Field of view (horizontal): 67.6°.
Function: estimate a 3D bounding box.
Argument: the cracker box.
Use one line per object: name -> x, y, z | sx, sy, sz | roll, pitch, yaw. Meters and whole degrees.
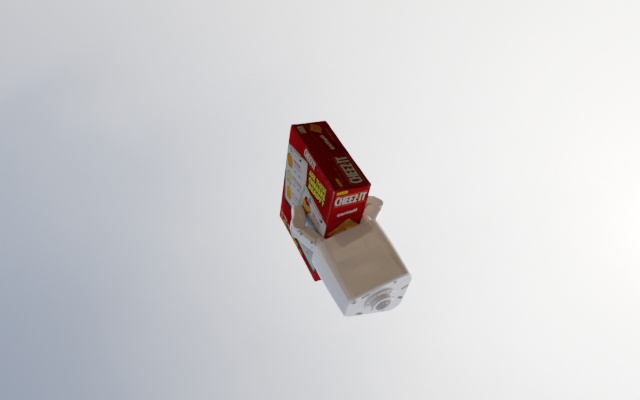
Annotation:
cracker box -> 0.000, 0.003, 0.789 | 0.072, 0.214, 0.164 | -12, 49, -23
